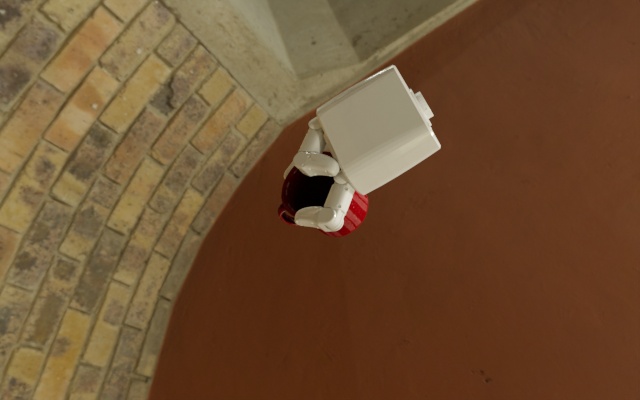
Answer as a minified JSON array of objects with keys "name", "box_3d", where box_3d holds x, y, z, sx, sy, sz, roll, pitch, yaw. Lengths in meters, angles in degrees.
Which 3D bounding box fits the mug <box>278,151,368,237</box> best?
[{"name":"mug","box_3d":[-0.001,0.003,0.623,0.117,0.093,0.081,-29,-39,18]}]
